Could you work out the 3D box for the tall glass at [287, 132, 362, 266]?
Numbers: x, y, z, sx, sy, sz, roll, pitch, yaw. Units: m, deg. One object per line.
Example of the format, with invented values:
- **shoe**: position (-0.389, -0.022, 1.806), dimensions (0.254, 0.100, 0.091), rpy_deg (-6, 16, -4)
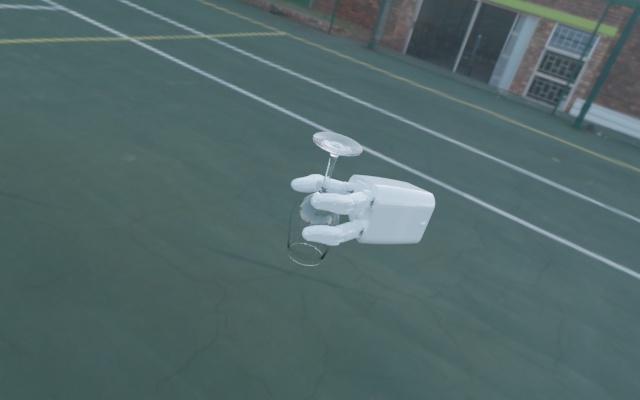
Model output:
- **tall glass**: position (0.000, 0.002, 0.729), dimensions (0.079, 0.201, 0.079), rpy_deg (13, 28, -7)
